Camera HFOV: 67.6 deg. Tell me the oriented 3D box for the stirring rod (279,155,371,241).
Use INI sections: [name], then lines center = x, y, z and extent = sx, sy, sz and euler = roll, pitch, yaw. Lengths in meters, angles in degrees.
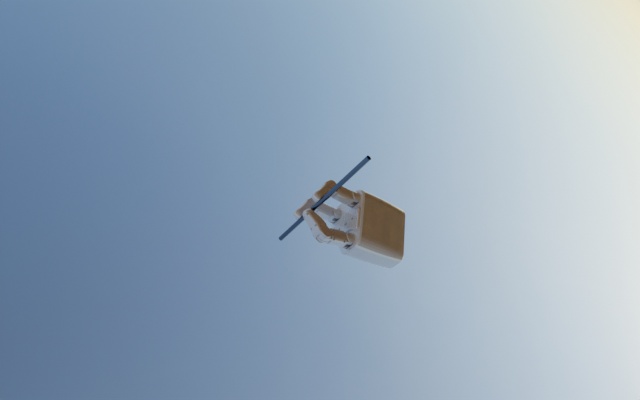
[stirring rod]
center = 0.000, 0.003, 0.767
extent = 0.011, 0.011, 0.240
euler = 0, -33, -44
